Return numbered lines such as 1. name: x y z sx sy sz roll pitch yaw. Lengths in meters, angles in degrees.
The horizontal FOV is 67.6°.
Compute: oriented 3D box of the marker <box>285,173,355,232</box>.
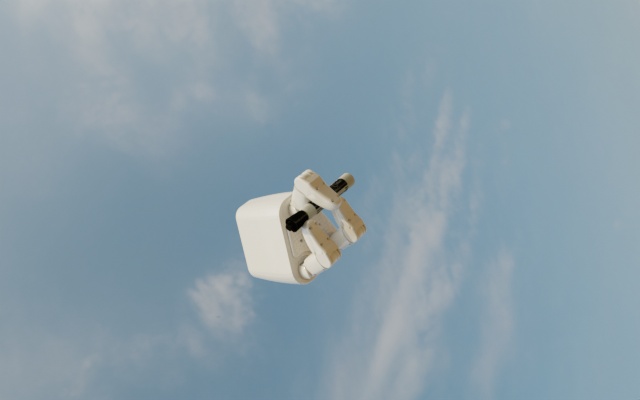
1. marker: 0.000 0.002 0.579 0.020 0.020 0.121 0 29 45
